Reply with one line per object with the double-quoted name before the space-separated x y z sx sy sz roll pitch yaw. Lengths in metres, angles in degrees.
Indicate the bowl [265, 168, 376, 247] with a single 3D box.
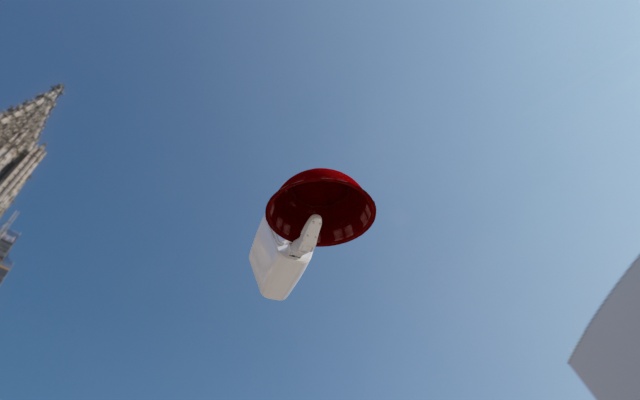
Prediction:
"bowl" 0.001 0.001 0.709 0.162 0.055 0.162 -1 -39 0
